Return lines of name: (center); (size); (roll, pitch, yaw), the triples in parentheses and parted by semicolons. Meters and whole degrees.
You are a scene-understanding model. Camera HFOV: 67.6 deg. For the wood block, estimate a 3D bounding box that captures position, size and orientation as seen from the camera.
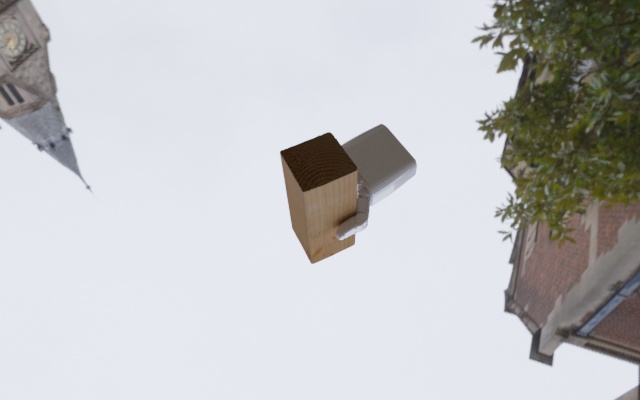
wood block: (0.001, 0.003, 0.779); (0.090, 0.090, 0.206); (-23, -35, -14)
